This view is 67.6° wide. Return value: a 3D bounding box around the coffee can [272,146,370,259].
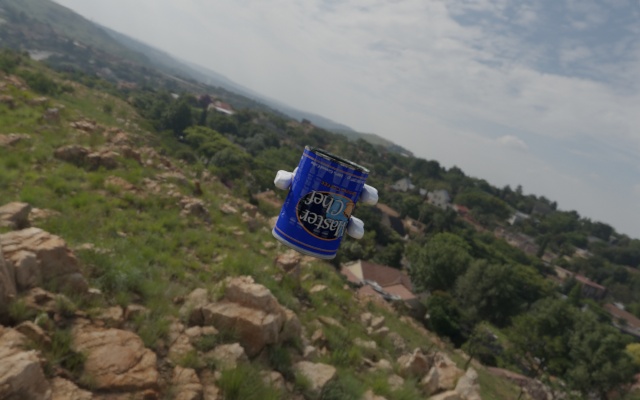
[{"bbox_3d":[0.000,0.002,0.710,0.103,0.140,0.103,21,9,-4],"label":"coffee can"}]
